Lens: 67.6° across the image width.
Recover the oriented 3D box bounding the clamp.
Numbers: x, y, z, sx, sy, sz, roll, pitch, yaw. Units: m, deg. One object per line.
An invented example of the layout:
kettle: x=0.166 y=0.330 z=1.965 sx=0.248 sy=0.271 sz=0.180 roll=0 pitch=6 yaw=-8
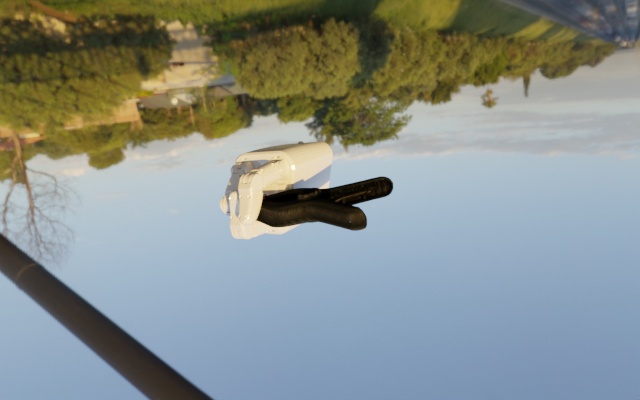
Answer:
clamp: x=0.000 y=0.002 z=0.560 sx=0.171 sy=0.039 sz=0.120 roll=2 pitch=16 yaw=32
